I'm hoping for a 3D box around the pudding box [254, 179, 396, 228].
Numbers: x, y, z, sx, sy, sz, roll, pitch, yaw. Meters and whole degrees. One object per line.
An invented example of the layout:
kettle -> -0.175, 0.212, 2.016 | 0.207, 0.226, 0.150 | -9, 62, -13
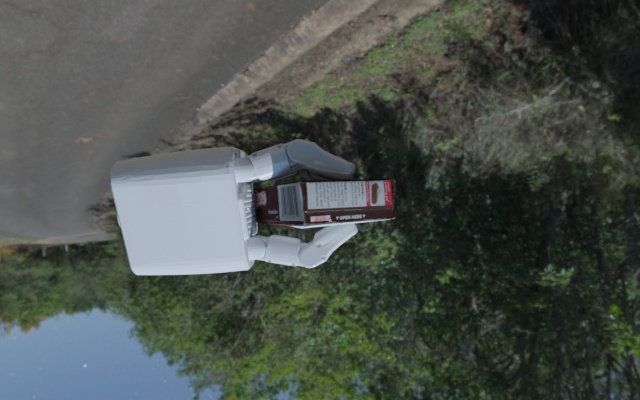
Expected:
pudding box -> 0.000, 0.002, 0.432 | 0.090, 0.039, 0.113 | -4, 2, -27
